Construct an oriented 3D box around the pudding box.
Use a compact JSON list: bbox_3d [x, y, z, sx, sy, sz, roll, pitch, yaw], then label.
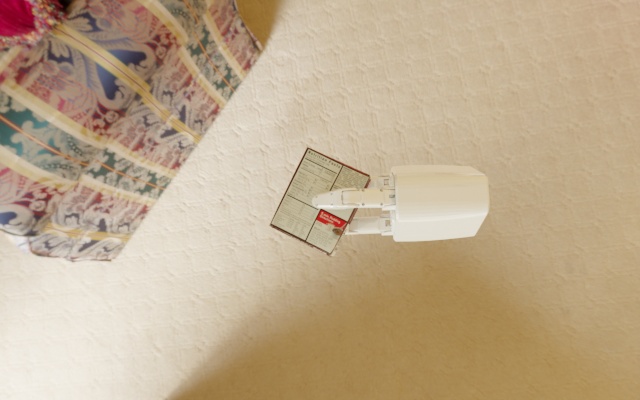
[{"bbox_3d":[0.000,0.002,0.602,0.090,0.113,0.039,26,-4,8],"label":"pudding box"}]
